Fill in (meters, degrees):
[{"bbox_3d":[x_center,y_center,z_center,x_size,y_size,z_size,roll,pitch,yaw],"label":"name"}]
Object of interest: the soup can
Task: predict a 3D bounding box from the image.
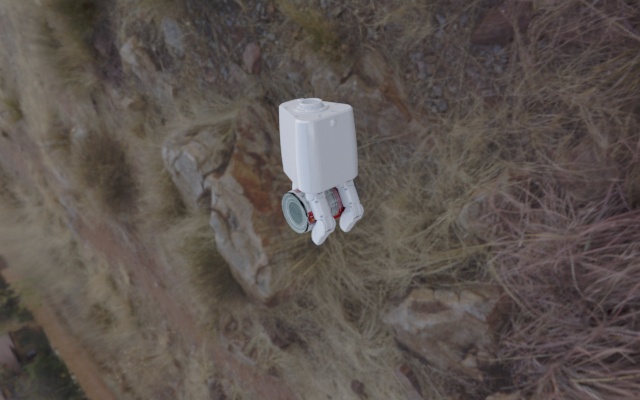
[{"bbox_3d":[0.000,0.003,0.740,0.102,0.068,0.068,-23,13,-31],"label":"soup can"}]
